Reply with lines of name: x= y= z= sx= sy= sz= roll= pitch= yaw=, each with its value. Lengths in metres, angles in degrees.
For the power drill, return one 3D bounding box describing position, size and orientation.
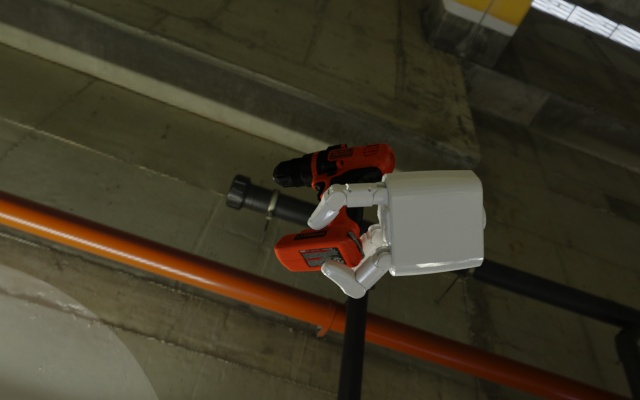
power drill: x=0.000 y=0.002 z=0.634 sx=0.184 sy=0.187 sz=0.057 roll=-8 pitch=-44 yaw=26
